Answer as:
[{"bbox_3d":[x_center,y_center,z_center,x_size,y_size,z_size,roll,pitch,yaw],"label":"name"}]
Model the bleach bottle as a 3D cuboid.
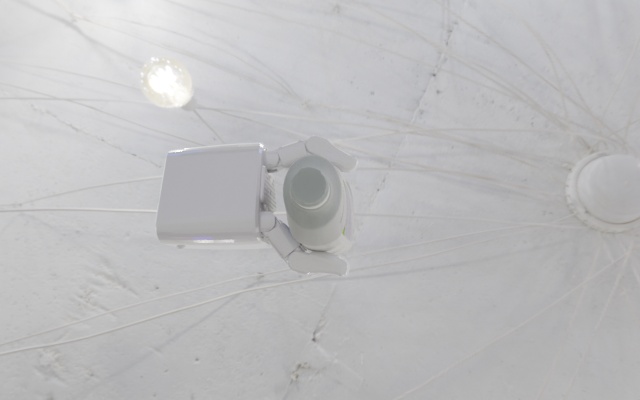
[{"bbox_3d":[0.000,0.002,0.489,0.068,0.102,0.251,-5,-10,4],"label":"bleach bottle"}]
